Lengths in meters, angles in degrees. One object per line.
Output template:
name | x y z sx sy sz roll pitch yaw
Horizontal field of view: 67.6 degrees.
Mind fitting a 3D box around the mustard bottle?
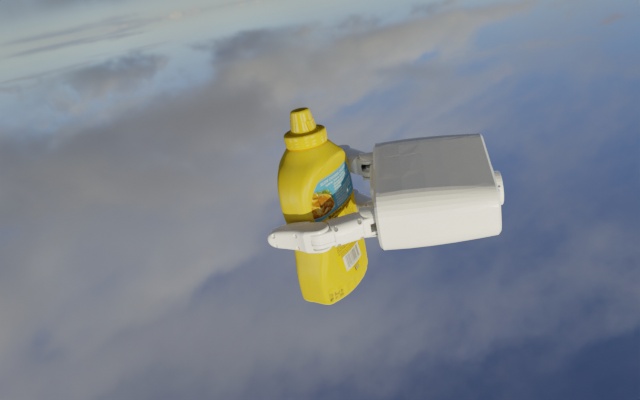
mustard bottle | 0.000 0.002 0.481 0.058 0.192 0.096 4 29 33
